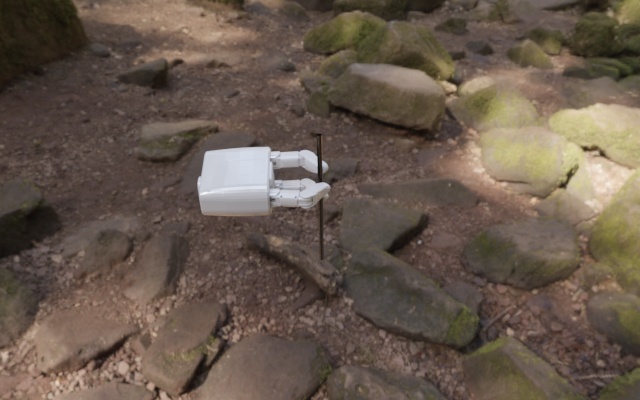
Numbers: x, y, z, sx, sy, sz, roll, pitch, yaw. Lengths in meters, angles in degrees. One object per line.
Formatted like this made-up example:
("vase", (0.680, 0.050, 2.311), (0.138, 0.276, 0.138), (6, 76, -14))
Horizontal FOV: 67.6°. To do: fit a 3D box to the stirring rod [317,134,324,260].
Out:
("stirring rod", (0.000, 0.003, 0.776), (0.011, 0.240, 0.011), (-1, 34, 0))
